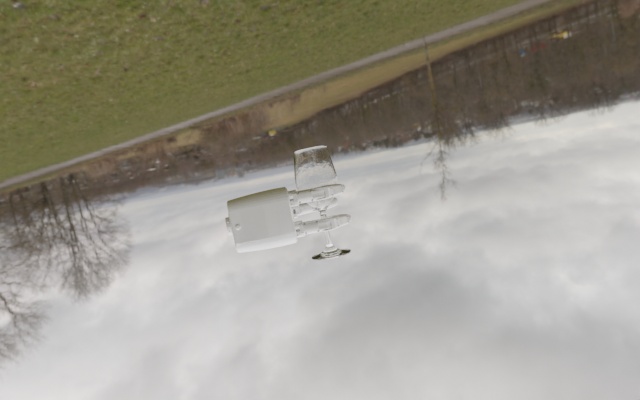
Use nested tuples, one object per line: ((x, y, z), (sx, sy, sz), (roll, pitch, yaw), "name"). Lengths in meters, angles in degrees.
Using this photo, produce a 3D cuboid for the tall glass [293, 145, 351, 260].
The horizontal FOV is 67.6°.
((0.000, 0.004, 0.874), (0.079, 0.201, 0.079), (-11, 4, 1), "tall glass")
